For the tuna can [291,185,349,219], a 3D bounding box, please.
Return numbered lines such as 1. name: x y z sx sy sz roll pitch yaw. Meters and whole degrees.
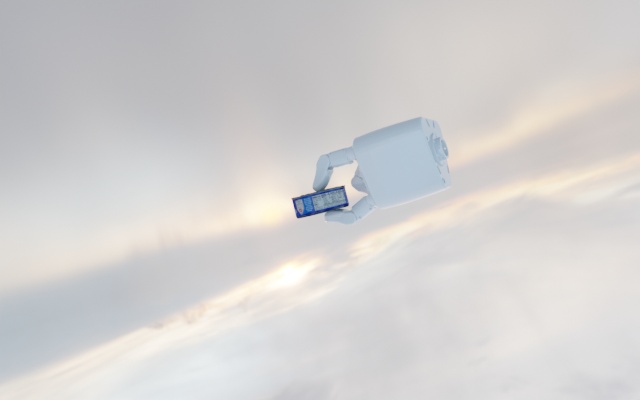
1. tuna can: 0.000 0.003 0.736 0.086 0.034 0.086 -14 0 0
